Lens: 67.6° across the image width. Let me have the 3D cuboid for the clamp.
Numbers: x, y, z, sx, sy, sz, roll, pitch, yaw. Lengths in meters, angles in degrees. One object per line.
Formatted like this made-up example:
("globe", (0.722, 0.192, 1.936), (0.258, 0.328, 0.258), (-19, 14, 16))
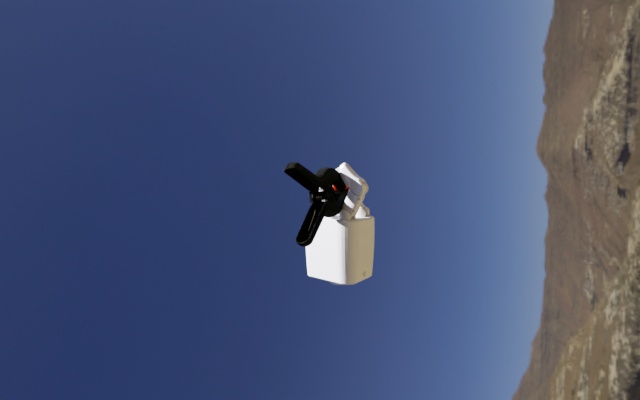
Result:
("clamp", (0.000, 0.002, 0.731), (0.039, 0.120, 0.171), (3, 5, 30))
